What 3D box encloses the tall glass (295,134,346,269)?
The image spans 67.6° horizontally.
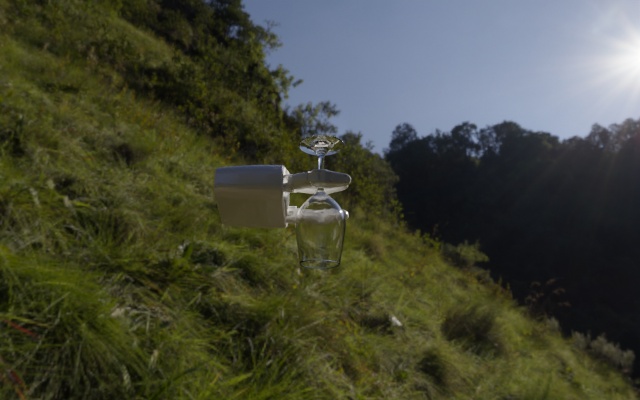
[{"bbox_3d":[0.000,0.002,0.749,0.079,0.201,0.079,0,-20,0],"label":"tall glass"}]
